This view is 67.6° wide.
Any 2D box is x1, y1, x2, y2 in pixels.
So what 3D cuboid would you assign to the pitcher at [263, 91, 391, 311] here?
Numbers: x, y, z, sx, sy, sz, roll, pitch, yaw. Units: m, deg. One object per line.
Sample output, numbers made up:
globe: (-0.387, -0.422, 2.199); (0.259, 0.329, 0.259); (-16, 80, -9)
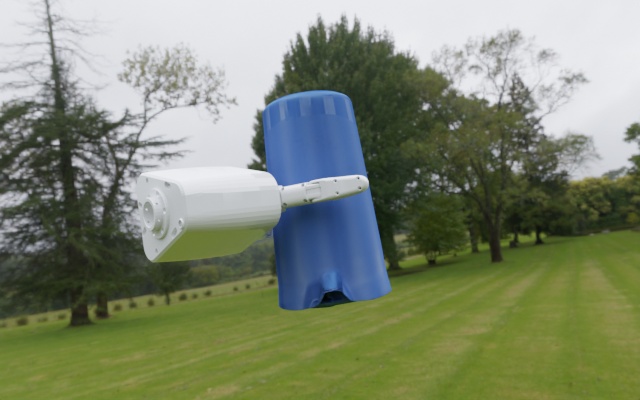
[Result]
pitcher: (0.000, 0.002, 0.578); (0.145, 0.243, 0.149); (-6, -3, -42)
